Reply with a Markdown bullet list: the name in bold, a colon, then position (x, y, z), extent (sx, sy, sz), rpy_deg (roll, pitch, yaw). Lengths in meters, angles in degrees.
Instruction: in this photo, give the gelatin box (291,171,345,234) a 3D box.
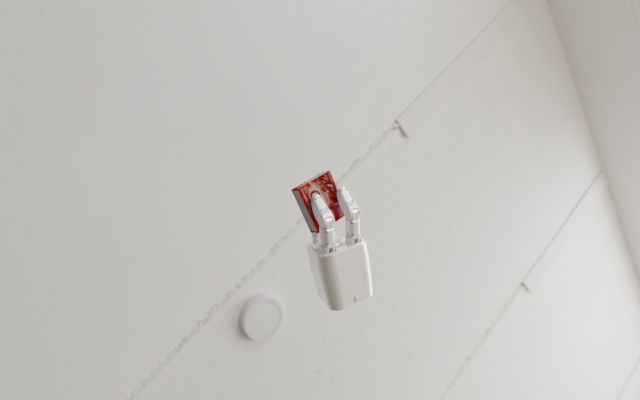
- **gelatin box**: position (0.000, 0.002, 0.844), extent (0.073, 0.089, 0.030), rpy_deg (-31, 15, -27)
